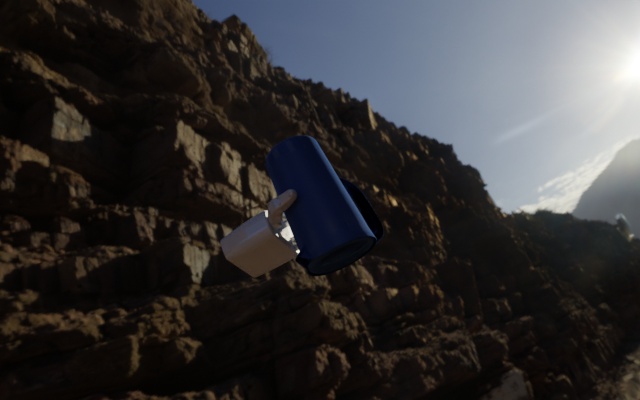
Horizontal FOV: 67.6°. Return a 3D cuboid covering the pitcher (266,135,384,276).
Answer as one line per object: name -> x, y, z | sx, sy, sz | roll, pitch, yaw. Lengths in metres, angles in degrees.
pitcher -> 0.000, 0.003, 0.870 | 0.145, 0.242, 0.149 | -31, -24, 11
